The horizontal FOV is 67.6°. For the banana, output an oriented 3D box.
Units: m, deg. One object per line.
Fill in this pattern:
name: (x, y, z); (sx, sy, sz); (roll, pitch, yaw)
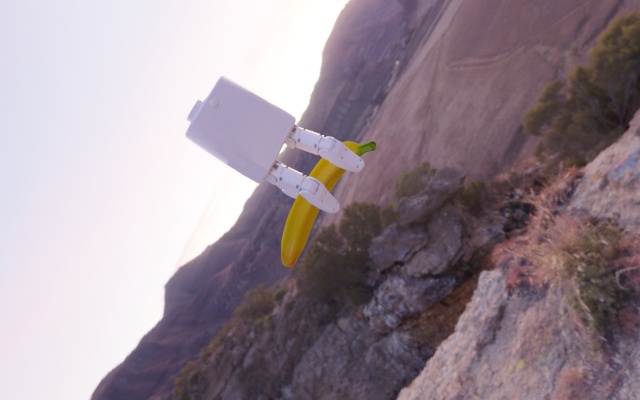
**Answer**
banana: (-0.004, -0.006, 0.639); (0.037, 0.198, 0.069); (32, 4, -24)
